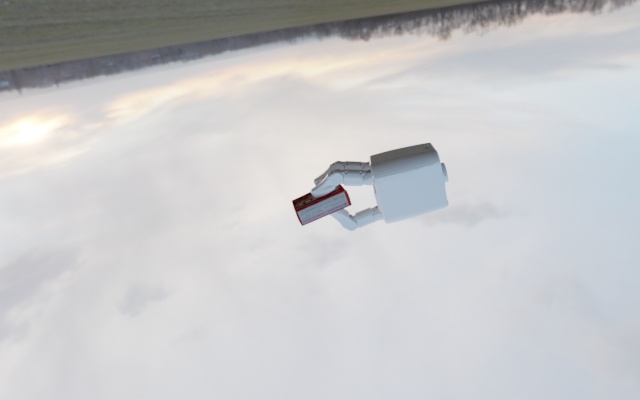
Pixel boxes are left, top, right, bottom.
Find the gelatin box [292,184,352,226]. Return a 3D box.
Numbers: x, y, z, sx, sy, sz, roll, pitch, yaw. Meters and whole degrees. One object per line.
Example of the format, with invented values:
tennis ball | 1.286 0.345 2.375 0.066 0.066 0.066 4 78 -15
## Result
gelatin box | 0.000 0.003 0.785 0.089 0.030 0.073 -24 17 -2
